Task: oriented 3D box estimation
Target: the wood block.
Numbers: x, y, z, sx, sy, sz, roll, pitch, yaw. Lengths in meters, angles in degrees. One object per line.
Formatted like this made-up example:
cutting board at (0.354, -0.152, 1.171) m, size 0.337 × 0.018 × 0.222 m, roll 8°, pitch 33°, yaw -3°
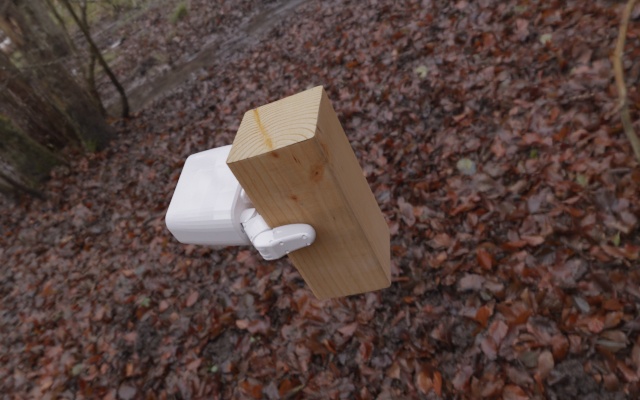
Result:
wood block at (0.000, 0.002, 0.499) m, size 0.090 × 0.206 × 0.090 m, roll -14°, pitch 39°, yaw 20°
